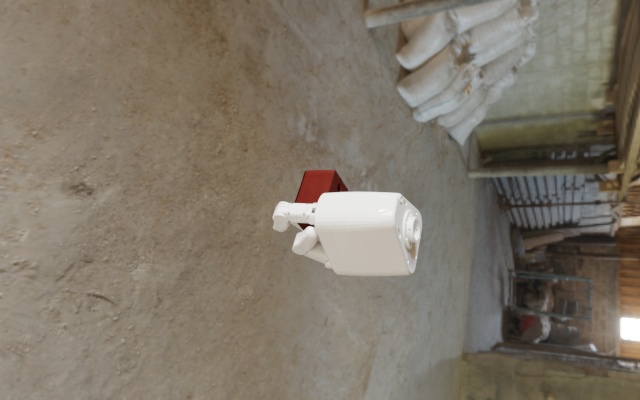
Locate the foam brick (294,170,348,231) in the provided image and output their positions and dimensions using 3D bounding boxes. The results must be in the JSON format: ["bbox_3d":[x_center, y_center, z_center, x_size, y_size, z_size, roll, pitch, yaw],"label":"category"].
[{"bbox_3d":[0.000,0.002,0.674,0.051,0.078,0.053,-2,-35,29],"label":"foam brick"}]
